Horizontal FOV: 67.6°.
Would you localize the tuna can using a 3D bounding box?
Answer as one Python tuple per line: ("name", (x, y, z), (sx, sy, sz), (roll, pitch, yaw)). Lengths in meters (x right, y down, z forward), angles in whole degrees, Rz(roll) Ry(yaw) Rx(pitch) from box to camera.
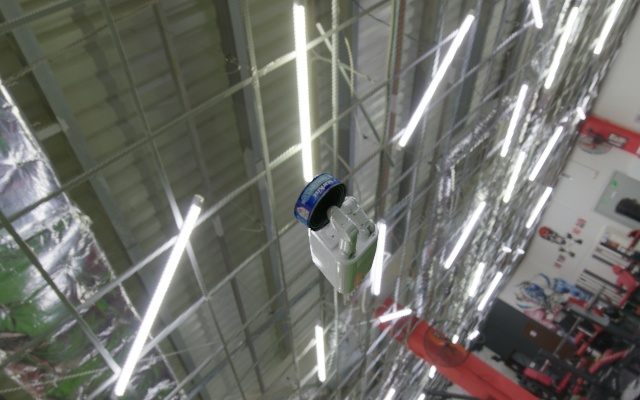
("tuna can", (0.000, 0.002, 0.719), (0.033, 0.086, 0.086), (35, 16, 23))
